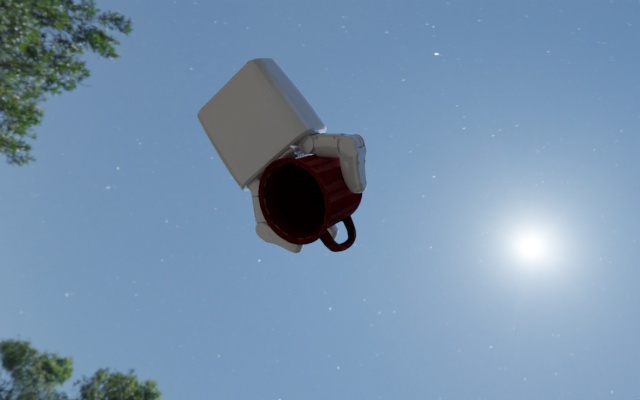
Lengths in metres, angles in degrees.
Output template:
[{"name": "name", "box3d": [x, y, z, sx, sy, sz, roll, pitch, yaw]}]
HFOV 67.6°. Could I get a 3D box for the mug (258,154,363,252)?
[{"name": "mug", "box3d": [0.001, 0.003, 0.520, 0.093, 0.117, 0.081, -41, -10, 37]}]
